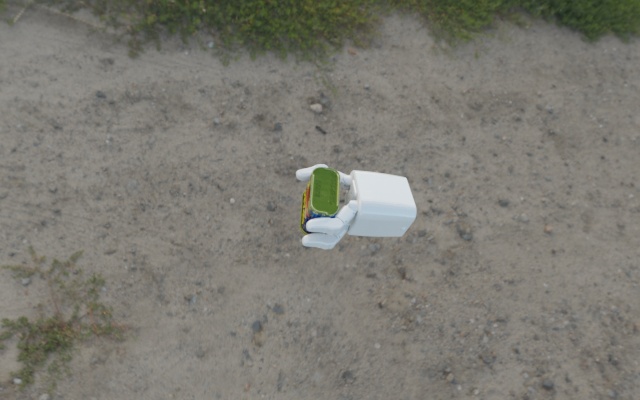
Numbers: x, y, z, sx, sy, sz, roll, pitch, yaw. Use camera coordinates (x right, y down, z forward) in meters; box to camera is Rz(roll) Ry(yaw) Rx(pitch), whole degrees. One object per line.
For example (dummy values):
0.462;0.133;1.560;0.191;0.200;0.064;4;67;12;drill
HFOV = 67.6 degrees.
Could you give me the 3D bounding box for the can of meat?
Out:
0.000;0.003;0.846;0.057;0.102;0.084;9;-32;-9;can of meat
